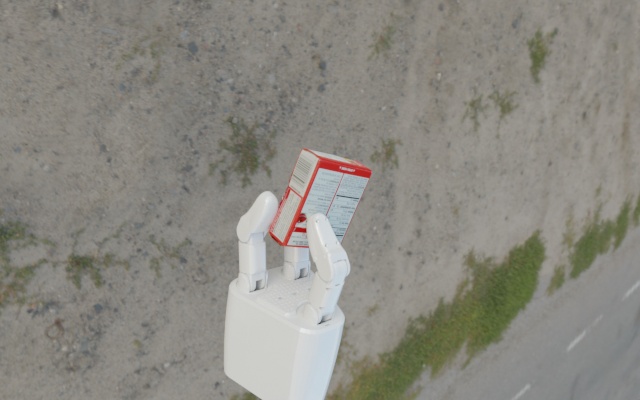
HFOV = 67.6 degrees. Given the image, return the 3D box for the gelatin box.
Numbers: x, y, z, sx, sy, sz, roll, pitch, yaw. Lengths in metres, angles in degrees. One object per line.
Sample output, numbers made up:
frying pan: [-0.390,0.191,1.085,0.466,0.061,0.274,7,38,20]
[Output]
gelatin box: [0.000,0.001,0.445,0.073,0.089,0.030,8,21,-45]
